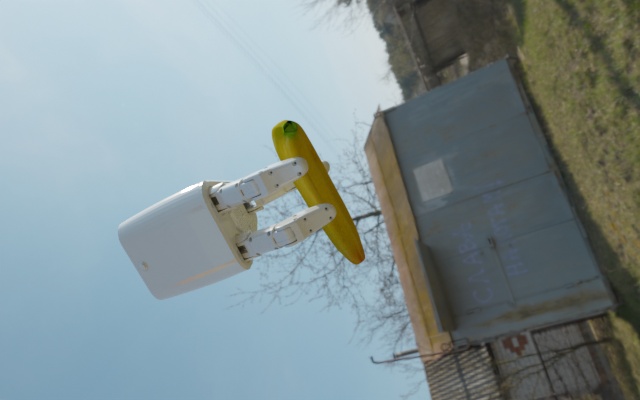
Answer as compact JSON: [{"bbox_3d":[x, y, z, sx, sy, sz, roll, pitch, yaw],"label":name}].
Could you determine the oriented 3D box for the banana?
[{"bbox_3d":[-0.005,-0.012,0.491,0.037,0.198,0.069,-26,38,6],"label":"banana"}]
